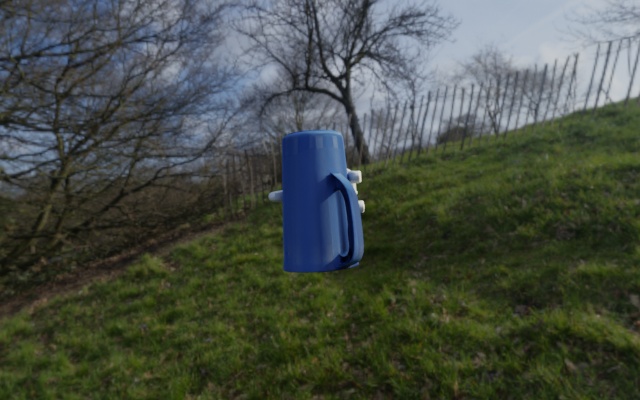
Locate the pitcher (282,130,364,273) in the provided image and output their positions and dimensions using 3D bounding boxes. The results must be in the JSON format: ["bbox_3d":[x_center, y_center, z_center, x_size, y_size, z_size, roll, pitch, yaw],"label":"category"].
[{"bbox_3d":[0.000,0.003,0.833,0.149,0.243,0.145,-4,0,9],"label":"pitcher"}]
